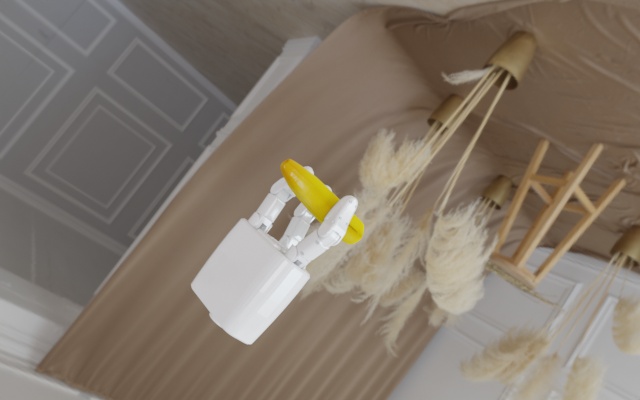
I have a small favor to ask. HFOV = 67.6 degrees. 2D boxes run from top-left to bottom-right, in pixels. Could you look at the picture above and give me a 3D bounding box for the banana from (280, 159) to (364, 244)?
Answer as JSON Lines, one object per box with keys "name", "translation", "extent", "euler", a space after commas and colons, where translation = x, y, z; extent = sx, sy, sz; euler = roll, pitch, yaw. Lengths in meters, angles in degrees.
{"name": "banana", "translation": [0.013, 0.014, 0.591], "extent": [0.069, 0.037, 0.198], "euler": [44, 1, 33]}
